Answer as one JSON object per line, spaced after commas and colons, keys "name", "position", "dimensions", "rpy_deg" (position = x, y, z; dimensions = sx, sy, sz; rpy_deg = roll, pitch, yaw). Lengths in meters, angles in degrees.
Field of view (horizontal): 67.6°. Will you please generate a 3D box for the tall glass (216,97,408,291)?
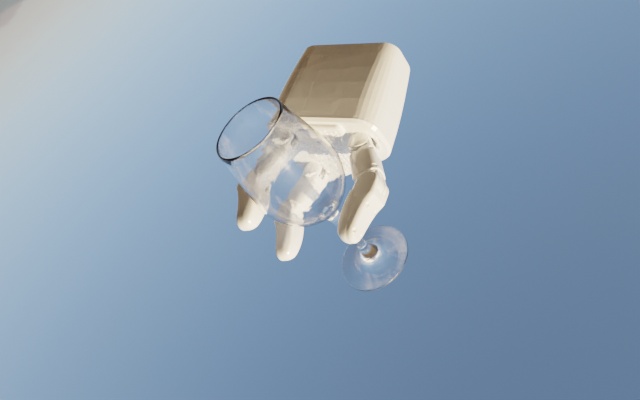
{"name": "tall glass", "position": [0.000, 0.002, 0.414], "dimensions": [0.079, 0.079, 0.201], "rpy_deg": [0, -33, 40]}
